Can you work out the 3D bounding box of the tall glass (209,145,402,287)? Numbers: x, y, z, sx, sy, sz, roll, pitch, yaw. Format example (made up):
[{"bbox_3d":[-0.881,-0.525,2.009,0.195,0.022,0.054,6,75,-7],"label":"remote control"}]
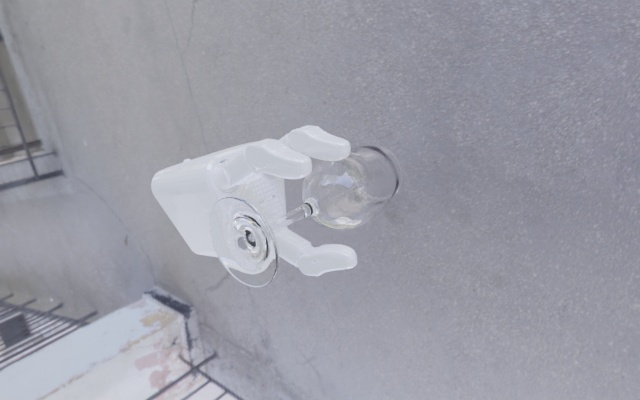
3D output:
[{"bbox_3d":[0.000,0.002,0.435,0.079,0.079,0.201,0,18,40],"label":"tall glass"}]
